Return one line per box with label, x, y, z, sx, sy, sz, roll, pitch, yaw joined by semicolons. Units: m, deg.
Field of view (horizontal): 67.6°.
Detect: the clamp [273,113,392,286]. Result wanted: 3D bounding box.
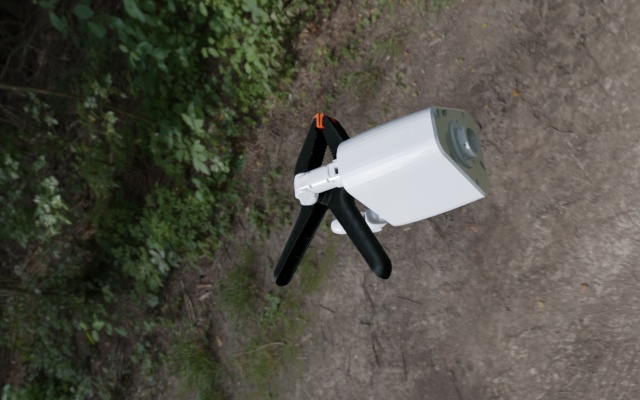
clamp;0.000;0.001;0.564;0.164;0.210;0.036;-20;-22;36
